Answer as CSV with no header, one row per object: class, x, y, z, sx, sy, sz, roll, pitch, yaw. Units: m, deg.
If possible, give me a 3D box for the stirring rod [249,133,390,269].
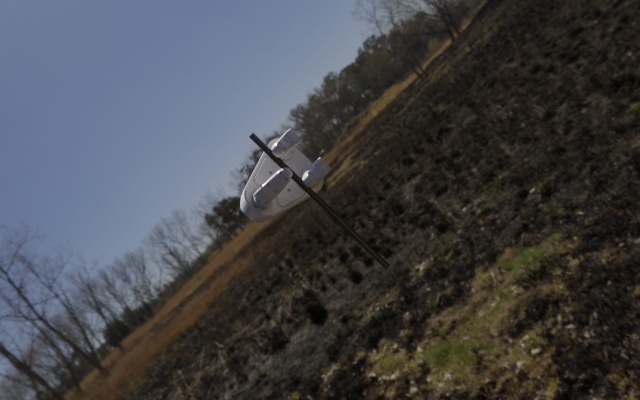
stirring rod,0.000,0.002,0.603,0.239,0.011,0.011,44,-4,-4
